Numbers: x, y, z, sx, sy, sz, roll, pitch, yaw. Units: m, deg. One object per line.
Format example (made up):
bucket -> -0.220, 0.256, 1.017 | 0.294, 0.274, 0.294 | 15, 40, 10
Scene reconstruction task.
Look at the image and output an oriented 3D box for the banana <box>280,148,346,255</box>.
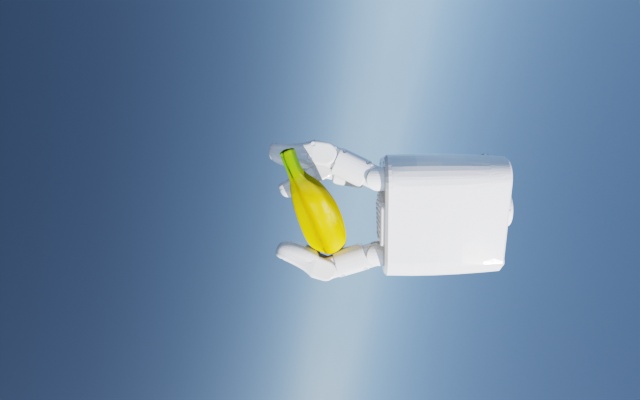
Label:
banana -> 0.003, 0.018, 0.450 | 0.037, 0.069, 0.198 | -12, -20, 3
